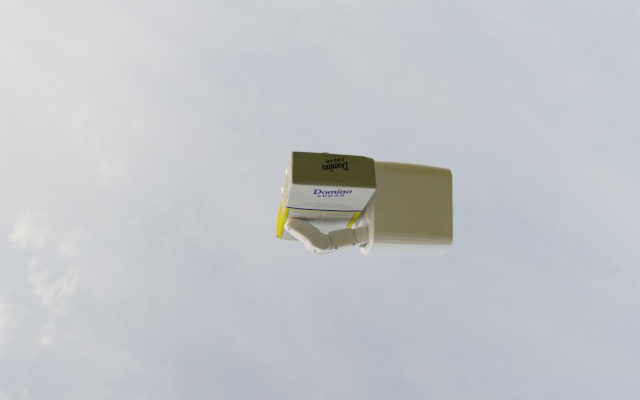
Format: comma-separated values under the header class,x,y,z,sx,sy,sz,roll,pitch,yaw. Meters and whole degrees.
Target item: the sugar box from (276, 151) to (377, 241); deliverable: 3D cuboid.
class,x,y,z,sx,sy,sz,roll,pitch,yaw
sugar box,0.000,0.001,0.576,0.093,0.048,0.176,3,-26,-10
